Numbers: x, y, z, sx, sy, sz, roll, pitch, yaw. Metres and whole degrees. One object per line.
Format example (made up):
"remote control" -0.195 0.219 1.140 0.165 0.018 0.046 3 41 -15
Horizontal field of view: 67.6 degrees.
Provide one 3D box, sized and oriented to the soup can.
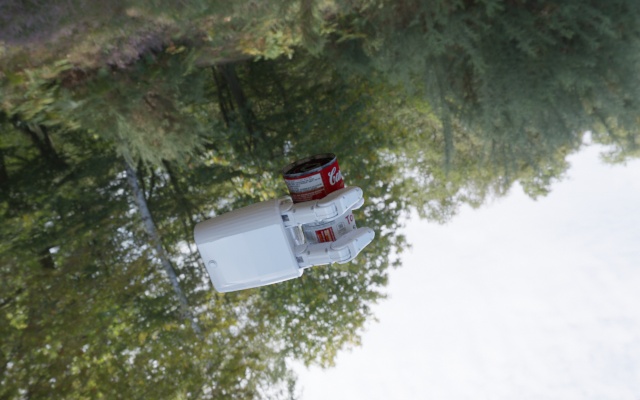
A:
"soup can" 0.001 0.002 0.581 0.068 0.102 0.068 -16 18 5
